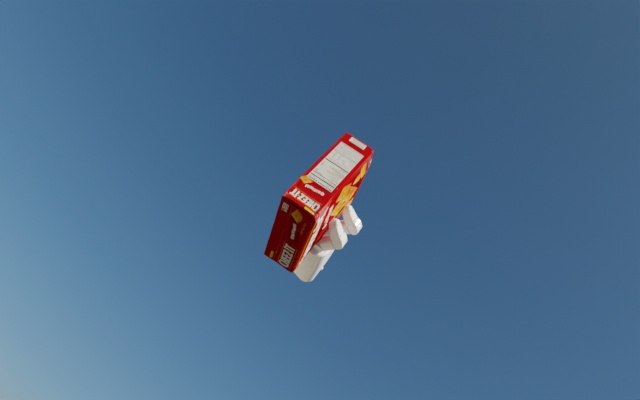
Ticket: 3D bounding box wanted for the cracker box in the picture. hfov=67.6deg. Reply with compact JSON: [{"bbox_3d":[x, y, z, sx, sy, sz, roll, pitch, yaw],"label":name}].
[{"bbox_3d":[0.000,0.003,0.846,0.072,0.164,0.213,33,48,10],"label":"cracker box"}]
